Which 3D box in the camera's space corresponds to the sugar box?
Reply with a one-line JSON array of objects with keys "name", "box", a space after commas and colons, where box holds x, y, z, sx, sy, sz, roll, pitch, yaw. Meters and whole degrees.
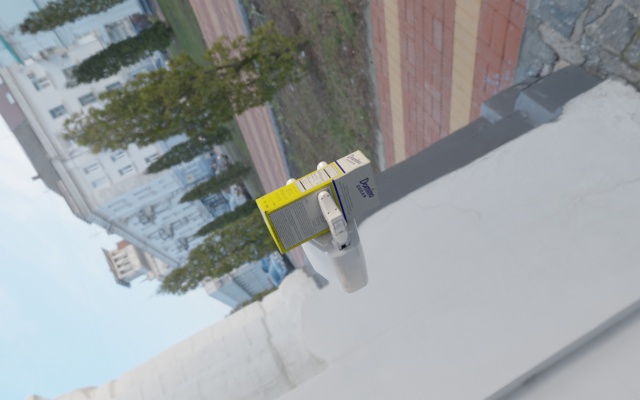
[{"name": "sugar box", "box": [0.000, 0.002, 0.731, 0.176, 0.093, 0.048, -27, 42, -10]}]
